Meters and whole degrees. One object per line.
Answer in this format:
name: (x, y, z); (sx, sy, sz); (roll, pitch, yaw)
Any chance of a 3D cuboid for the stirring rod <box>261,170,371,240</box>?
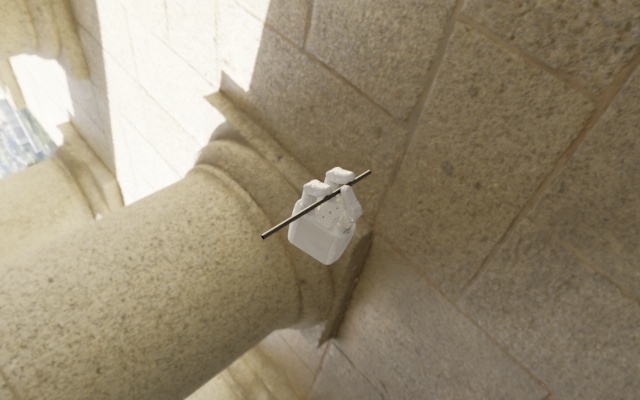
stirring rod: (0.000, 0.003, 0.781); (0.239, 0.011, 0.011); (-31, 18, -32)
